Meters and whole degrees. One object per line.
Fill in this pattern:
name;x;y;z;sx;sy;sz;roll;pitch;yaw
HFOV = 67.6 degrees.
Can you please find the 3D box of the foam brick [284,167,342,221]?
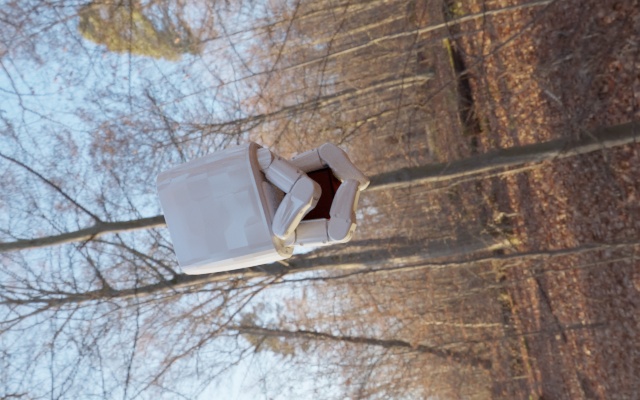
foam brick;0.000;0.002;0.504;0.051;0.053;0.078;-15;-12;14
